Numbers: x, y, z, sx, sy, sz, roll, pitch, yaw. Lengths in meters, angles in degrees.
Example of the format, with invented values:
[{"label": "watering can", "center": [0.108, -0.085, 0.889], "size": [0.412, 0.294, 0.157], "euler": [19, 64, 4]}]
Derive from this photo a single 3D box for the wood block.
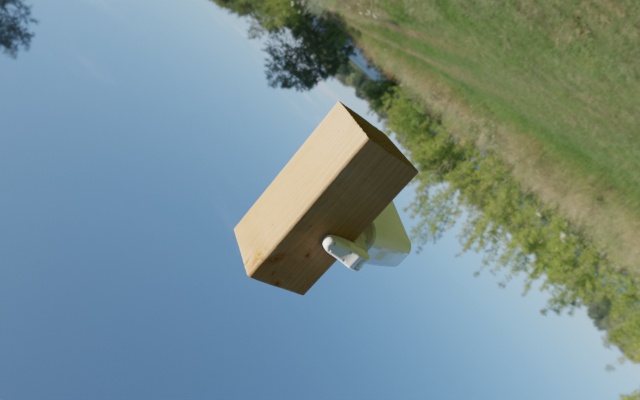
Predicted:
[{"label": "wood block", "center": [0.000, 0.002, 0.561], "size": [0.090, 0.206, 0.090], "euler": [28, 21, -37]}]
